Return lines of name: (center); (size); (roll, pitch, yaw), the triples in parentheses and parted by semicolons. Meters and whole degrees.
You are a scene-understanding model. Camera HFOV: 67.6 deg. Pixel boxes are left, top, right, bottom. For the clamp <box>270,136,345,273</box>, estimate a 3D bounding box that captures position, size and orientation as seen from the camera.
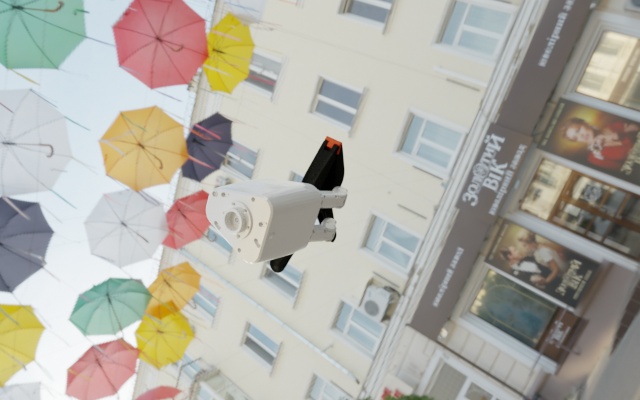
clamp: (-0.001, 0.002, 0.745); (0.036, 0.210, 0.164); (27, 21, 25)
